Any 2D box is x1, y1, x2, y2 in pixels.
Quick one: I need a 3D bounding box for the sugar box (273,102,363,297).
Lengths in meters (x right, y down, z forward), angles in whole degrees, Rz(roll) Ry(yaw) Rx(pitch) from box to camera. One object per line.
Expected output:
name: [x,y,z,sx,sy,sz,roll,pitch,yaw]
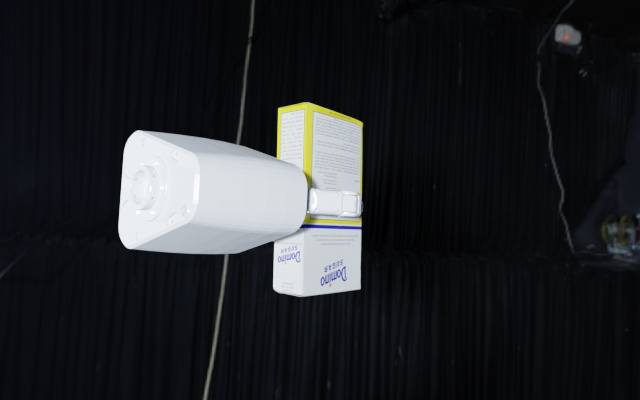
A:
sugar box: [0.000,0.001,0.473,0.048,0.176,0.093,1,-3,40]
